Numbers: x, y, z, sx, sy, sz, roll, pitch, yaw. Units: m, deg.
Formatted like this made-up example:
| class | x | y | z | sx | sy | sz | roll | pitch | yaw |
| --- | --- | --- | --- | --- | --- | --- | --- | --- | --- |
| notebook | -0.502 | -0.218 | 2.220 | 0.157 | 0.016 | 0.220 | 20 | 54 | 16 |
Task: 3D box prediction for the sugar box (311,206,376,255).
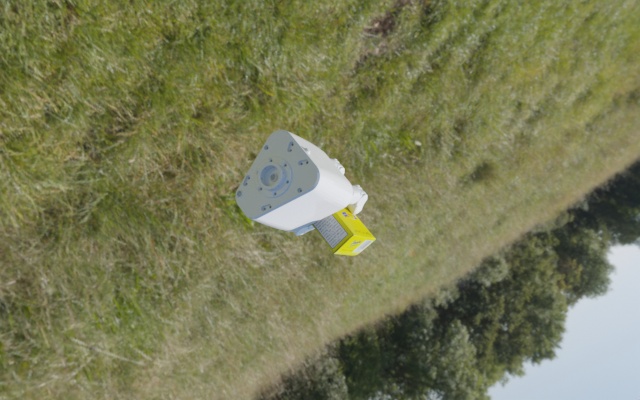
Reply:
| class | x | y | z | sx | sy | sz | roll | pitch | yaw |
| --- | --- | --- | --- | --- | --- | --- | --- | --- | --- |
| sugar box | 0.001 | 0.002 | 0.711 | 0.048 | 0.176 | 0.093 | -43 | -22 | 14 |
